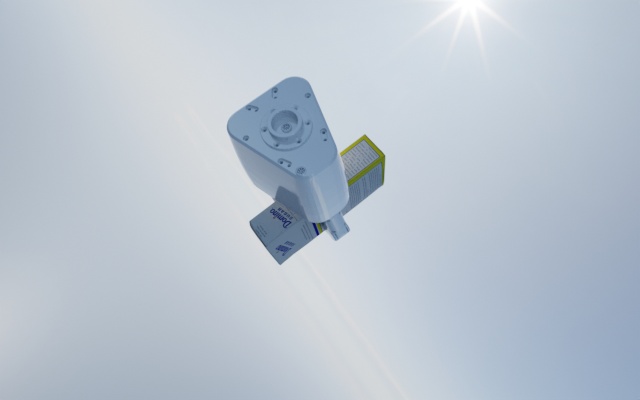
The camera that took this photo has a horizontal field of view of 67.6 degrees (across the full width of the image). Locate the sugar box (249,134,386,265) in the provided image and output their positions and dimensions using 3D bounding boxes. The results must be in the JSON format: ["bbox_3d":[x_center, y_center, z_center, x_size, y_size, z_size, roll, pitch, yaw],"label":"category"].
[{"bbox_3d":[0.000,0.001,0.592,0.176,0.048,0.093,-35,-21,-8],"label":"sugar box"}]
